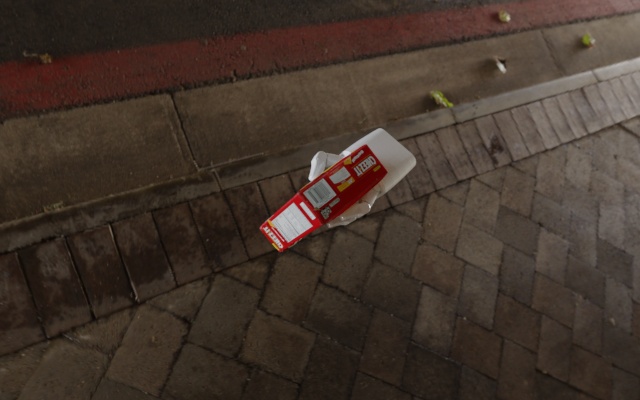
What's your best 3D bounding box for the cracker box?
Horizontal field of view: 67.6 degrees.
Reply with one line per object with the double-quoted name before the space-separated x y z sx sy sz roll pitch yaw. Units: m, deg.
"cracker box" 0.000 0.003 0.853 0.164 0.072 0.214 -38 0 -29
